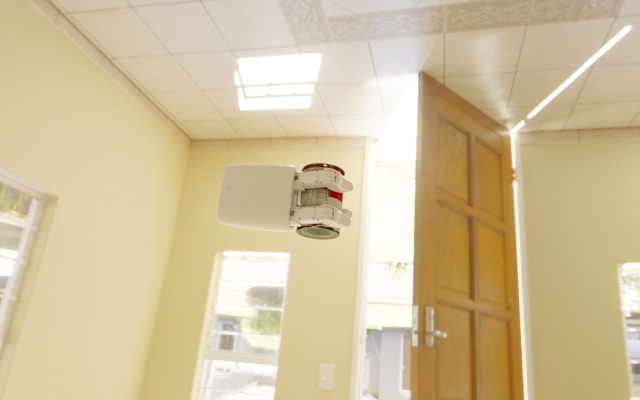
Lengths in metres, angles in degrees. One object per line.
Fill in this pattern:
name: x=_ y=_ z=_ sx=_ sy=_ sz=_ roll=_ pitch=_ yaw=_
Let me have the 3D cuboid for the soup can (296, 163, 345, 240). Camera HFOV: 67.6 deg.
soup can: x=0.001 y=0.003 z=0.728 sx=0.068 sy=0.102 sz=0.068 roll=5 pitch=-19 yaw=2
